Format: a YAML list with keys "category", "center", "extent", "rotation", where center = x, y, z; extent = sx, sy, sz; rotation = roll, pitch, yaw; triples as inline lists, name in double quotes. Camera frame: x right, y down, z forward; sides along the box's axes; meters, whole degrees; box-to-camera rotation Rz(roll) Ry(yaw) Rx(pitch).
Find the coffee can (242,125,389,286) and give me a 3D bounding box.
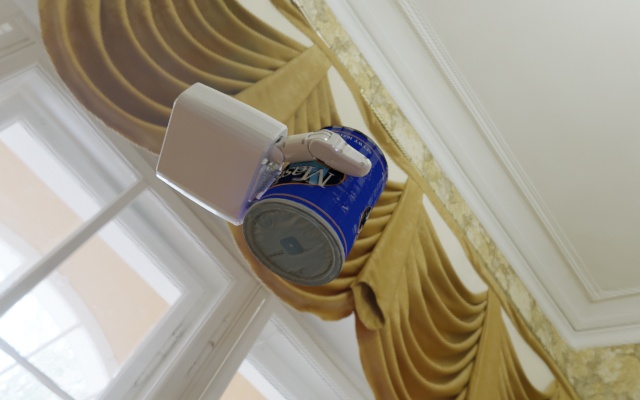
- category: "coffee can"
  center: [0.000, 0.002, 0.488]
  extent: [0.103, 0.103, 0.140]
  rotation: [0, 36, 30]
